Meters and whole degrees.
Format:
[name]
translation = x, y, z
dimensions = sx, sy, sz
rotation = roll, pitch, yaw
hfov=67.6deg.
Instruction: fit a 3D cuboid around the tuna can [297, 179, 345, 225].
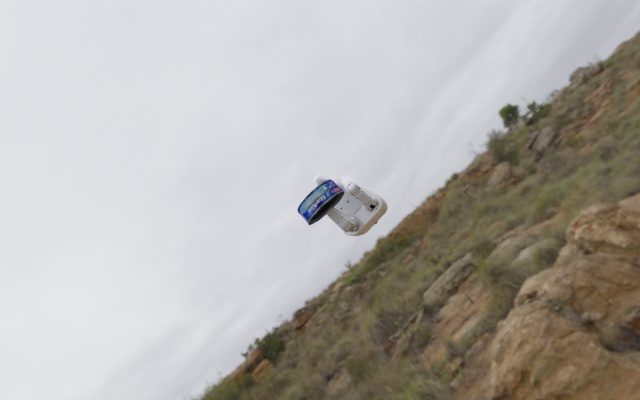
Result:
[tuna can]
translation = 0.000, 0.002, 0.841
dimensions = 0.086, 0.033, 0.086
rotation = -41, -12, -10
